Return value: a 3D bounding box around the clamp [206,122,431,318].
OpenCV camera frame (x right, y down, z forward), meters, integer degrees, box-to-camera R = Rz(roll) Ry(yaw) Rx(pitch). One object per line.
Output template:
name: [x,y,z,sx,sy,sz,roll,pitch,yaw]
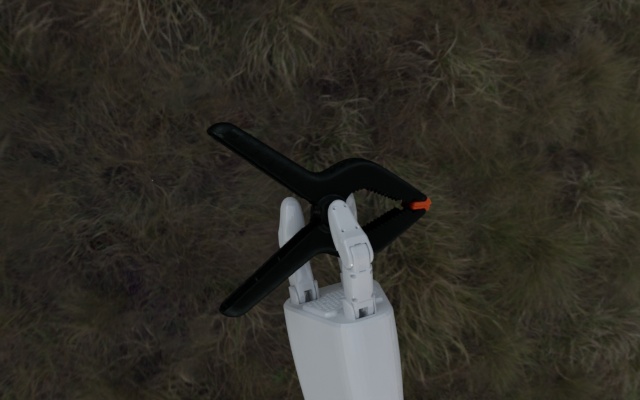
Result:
clamp: [0.001,0.002,0.427,0.210,0.164,0.036,-12,11,-18]
